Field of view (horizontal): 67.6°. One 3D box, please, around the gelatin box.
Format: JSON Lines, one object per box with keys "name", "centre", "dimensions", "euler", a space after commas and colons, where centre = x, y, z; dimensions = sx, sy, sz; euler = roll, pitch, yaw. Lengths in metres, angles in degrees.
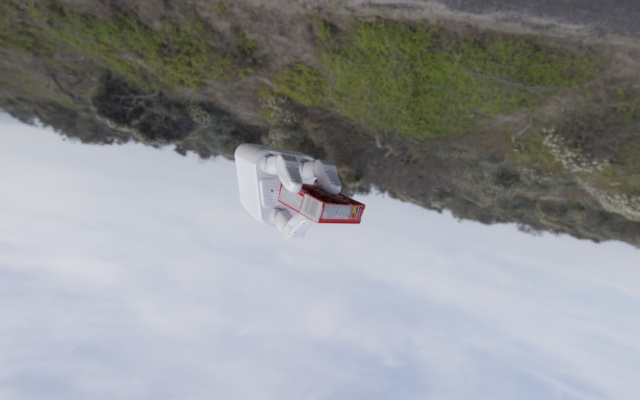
{"name": "gelatin box", "centre": [0.000, 0.003, 0.607], "dimensions": [0.073, 0.030, 0.089], "euler": [4, 16, -42]}
